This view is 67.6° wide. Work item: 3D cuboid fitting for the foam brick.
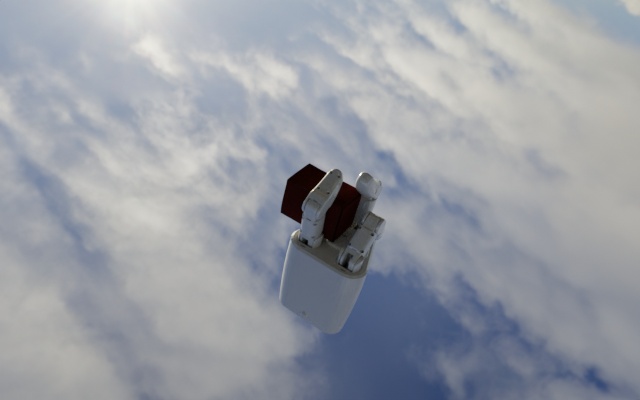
[{"bbox_3d":[0.000,0.002,0.567,0.078,0.051,0.053,29,38,19],"label":"foam brick"}]
